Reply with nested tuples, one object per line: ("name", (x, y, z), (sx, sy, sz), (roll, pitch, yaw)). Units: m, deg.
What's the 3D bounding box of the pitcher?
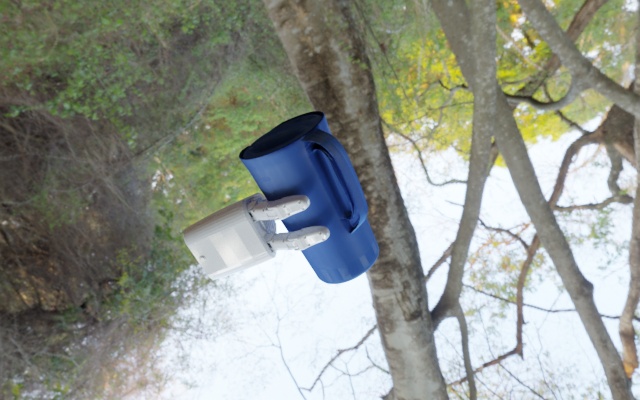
("pitcher", (0.000, 0.002, 0.697), (0.145, 0.243, 0.149), (-23, 23, 11))
